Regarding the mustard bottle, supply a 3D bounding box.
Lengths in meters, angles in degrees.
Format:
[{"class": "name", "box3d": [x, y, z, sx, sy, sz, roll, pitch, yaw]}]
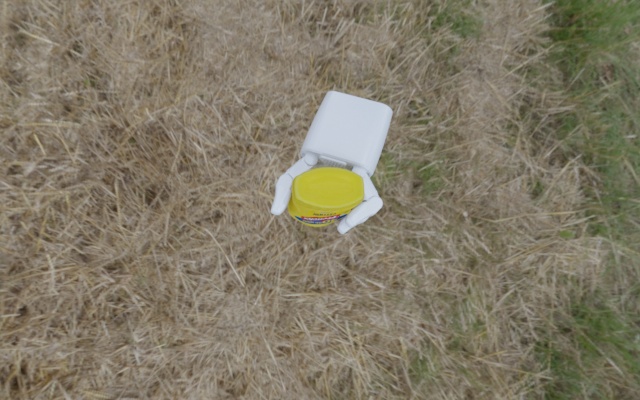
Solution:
[{"class": "mustard bottle", "box3d": [0.000, 0.003, 0.714, 0.096, 0.058, 0.192, -2, -12, -8]}]
